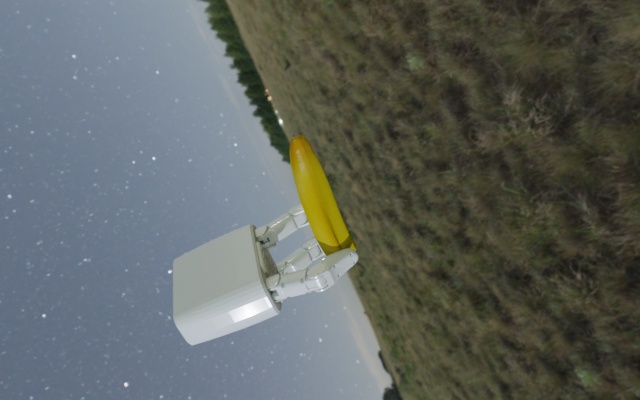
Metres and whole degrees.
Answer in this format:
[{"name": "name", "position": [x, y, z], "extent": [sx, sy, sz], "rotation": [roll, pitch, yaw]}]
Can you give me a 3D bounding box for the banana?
[{"name": "banana", "position": [0.005, 0.017, 0.522], "extent": [0.037, 0.069, 0.198], "rotation": [-21, -40, 4]}]
